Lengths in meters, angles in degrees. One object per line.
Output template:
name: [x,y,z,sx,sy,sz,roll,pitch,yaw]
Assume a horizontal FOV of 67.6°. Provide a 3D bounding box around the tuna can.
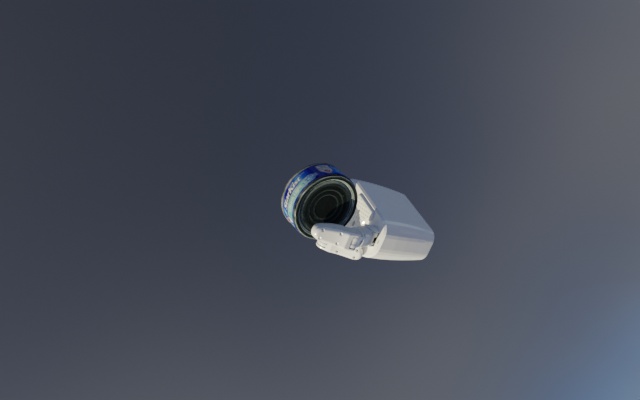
tuna can: [0.000,0.002,0.556,0.086,0.086,0.033,0,27,-32]
